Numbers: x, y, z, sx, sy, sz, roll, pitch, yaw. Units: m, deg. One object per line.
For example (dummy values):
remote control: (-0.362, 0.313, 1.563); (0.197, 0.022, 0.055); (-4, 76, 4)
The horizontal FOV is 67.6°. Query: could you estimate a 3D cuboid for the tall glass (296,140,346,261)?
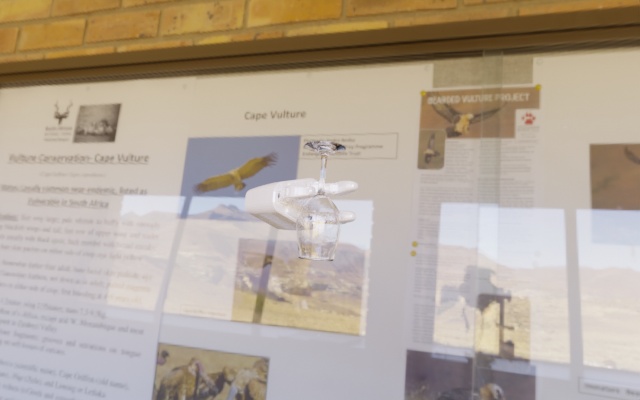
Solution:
tall glass: (0.000, 0.002, 0.830); (0.079, 0.201, 0.079); (4, -10, 1)
